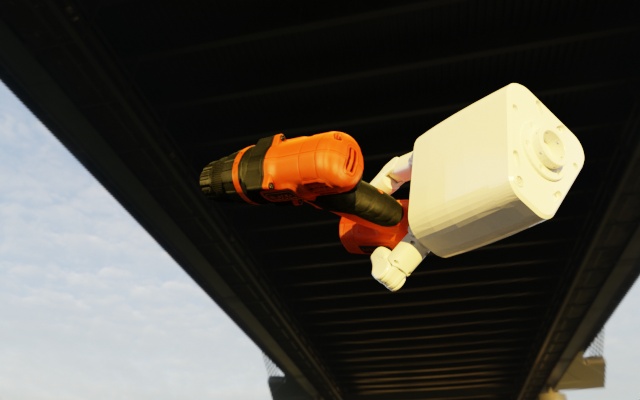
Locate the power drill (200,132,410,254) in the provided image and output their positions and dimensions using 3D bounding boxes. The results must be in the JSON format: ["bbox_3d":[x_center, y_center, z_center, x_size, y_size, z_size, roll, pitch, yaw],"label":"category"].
[{"bbox_3d":[0.001,0.002,0.455,0.184,0.057,0.188,-3,-22,44],"label":"power drill"}]
